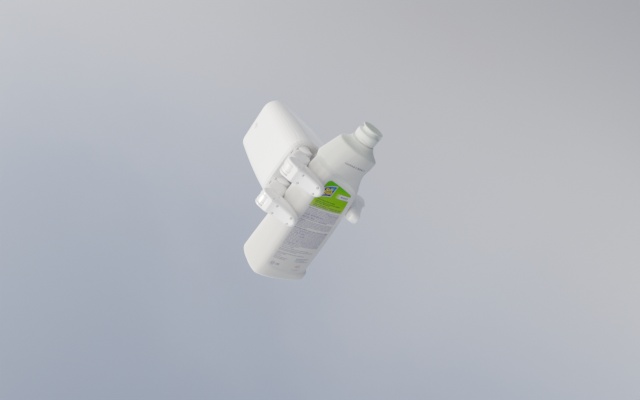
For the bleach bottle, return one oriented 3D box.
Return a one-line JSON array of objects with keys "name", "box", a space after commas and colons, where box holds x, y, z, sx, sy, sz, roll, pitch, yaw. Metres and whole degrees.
[{"name": "bleach bottle", "box": [0.000, 0.002, 0.647, 0.102, 0.251, 0.068, 15, 34, -42]}]
